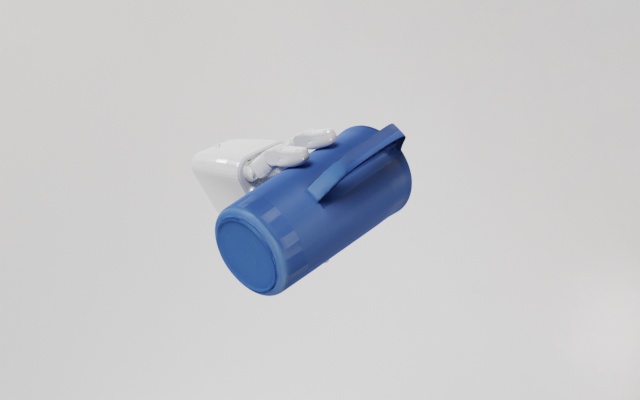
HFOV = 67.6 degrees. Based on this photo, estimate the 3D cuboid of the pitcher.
[{"bbox_3d":[0.000,0.002,0.572,0.145,0.149,0.242,11,32,39],"label":"pitcher"}]
